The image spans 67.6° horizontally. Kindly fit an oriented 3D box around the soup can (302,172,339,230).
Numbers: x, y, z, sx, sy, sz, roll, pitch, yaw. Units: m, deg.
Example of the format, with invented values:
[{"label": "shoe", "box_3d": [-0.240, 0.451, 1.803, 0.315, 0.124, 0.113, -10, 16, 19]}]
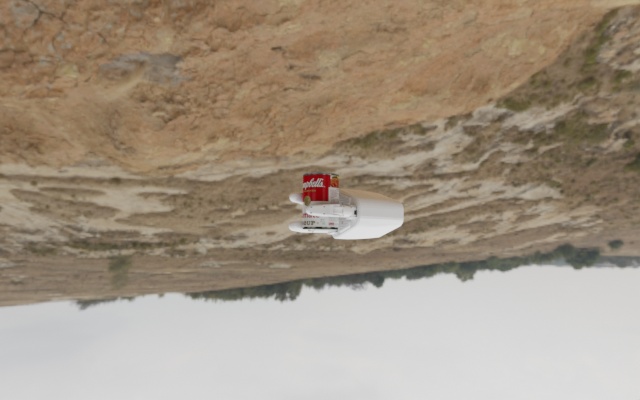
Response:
[{"label": "soup can", "box_3d": [0.000, 0.003, 0.882, 0.068, 0.102, 0.068, 1, -4, 0]}]
